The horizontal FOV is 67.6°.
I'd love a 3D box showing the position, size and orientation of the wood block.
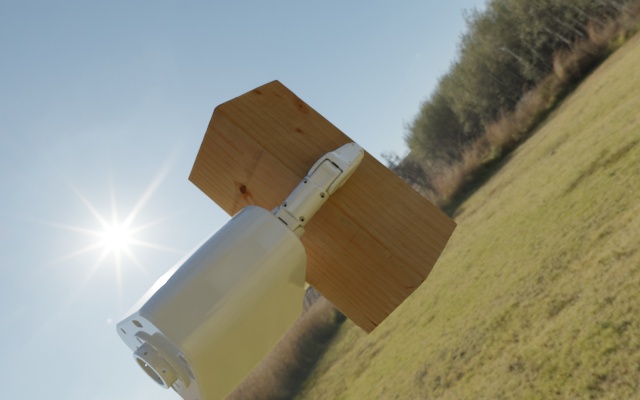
[{"bbox_3d":[0.000,0.001,0.414,0.206,0.091,0.090,40,40,7],"label":"wood block"}]
